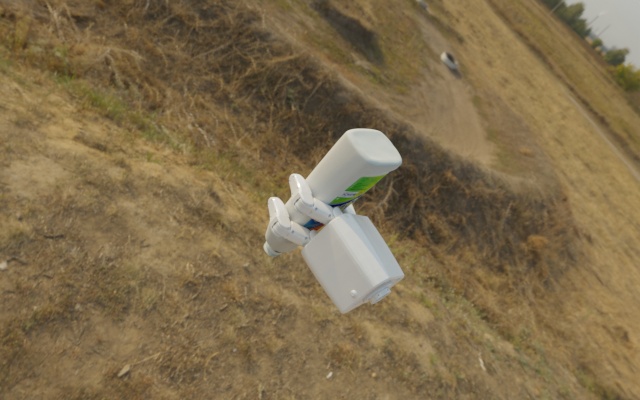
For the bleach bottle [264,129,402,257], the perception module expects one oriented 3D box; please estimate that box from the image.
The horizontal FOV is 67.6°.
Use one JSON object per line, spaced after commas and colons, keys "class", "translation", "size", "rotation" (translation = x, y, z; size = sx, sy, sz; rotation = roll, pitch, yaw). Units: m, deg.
{"class": "bleach bottle", "translation": [0.000, 0.002, 0.703], "size": [0.102, 0.068, 0.251], "rotation": [-8, -31, -51]}
